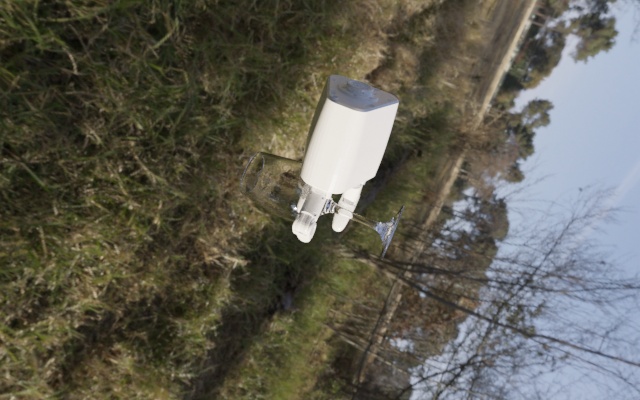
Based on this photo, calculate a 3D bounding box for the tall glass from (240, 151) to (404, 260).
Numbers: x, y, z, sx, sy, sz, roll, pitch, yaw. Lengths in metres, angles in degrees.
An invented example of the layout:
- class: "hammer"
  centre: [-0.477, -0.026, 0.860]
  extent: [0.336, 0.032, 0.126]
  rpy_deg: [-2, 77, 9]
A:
- class: "tall glass"
  centre: [0.001, 0.002, 0.612]
  extent: [0.201, 0.079, 0.079]
  rpy_deg: [23, 3, 8]
